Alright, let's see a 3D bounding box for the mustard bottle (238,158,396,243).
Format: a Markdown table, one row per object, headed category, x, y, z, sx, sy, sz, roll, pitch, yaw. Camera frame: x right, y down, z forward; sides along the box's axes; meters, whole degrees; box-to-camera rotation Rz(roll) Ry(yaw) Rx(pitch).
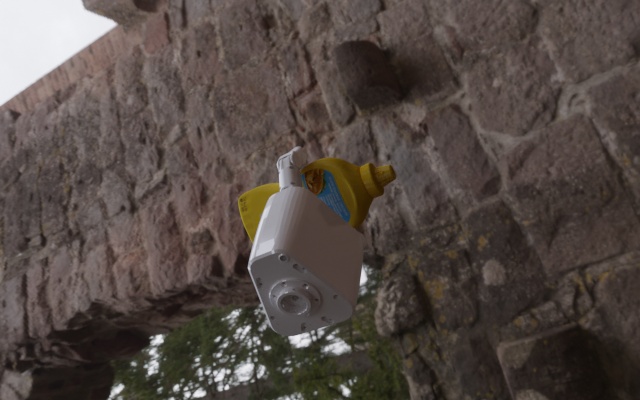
| category | x | y | z | sx | sy | sz | roll | pitch | yaw |
| --- | --- | --- | --- | --- | --- | --- | --- | --- | --- |
| mustard bottle | 0.000 | 0.002 | 0.577 | 0.191 | 0.096 | 0.058 | -23 | 3 | 20 |
